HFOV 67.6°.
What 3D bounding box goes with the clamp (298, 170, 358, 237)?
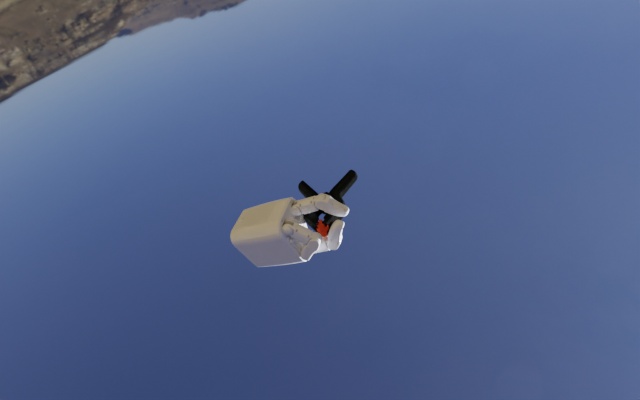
[{"bbox_3d":[0.000,0.003,0.898,0.120,0.039,0.171,-12,32,24],"label":"clamp"}]
